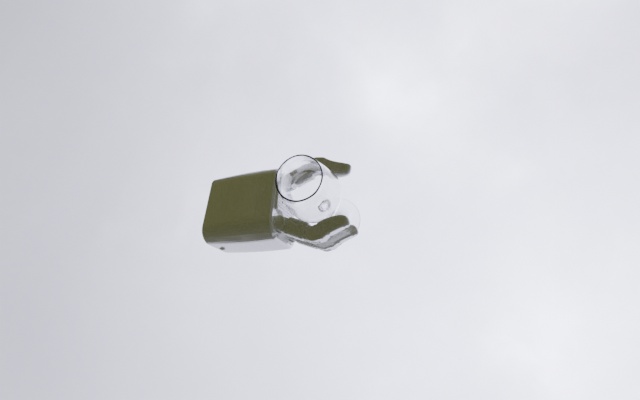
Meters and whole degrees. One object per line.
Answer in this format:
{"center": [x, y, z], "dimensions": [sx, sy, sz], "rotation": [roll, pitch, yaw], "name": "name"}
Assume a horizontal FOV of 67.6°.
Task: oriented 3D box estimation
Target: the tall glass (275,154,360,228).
{"center": [0.000, 0.002, 0.672], "dimensions": [0.079, 0.079, 0.201], "rotation": [0, -18, 16], "name": "tall glass"}
